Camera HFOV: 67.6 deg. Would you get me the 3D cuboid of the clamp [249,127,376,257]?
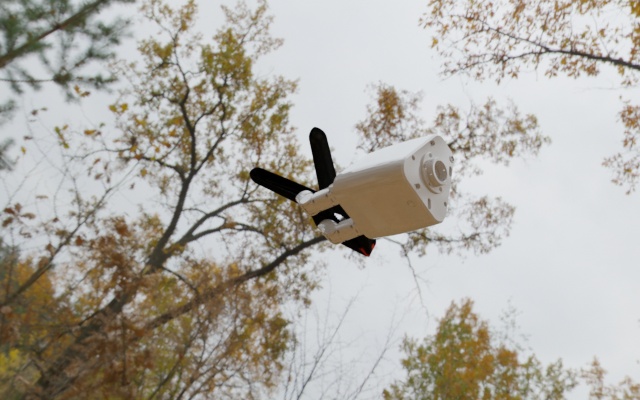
[{"bbox_3d":[0.001,0.002,0.687,0.164,0.210,0.036,-16,30,45],"label":"clamp"}]
